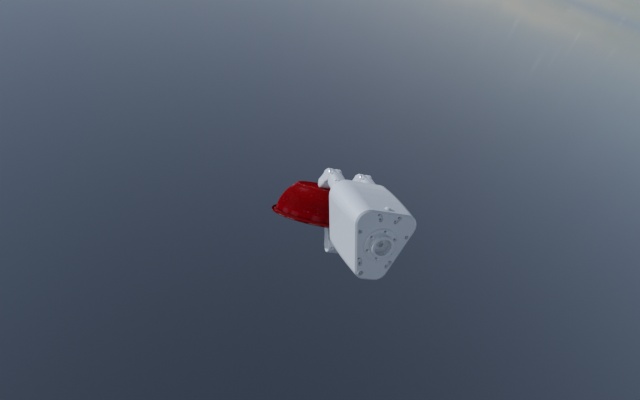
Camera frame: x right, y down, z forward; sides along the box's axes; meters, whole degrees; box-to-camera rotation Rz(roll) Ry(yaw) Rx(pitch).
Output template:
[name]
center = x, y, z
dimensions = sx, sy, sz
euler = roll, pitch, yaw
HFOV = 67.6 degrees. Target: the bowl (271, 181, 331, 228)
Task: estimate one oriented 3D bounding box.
[bowl]
center = -0.001, 0.002, 0.820
dimensions = 0.162, 0.055, 0.162
euler = 11, 8, -2
